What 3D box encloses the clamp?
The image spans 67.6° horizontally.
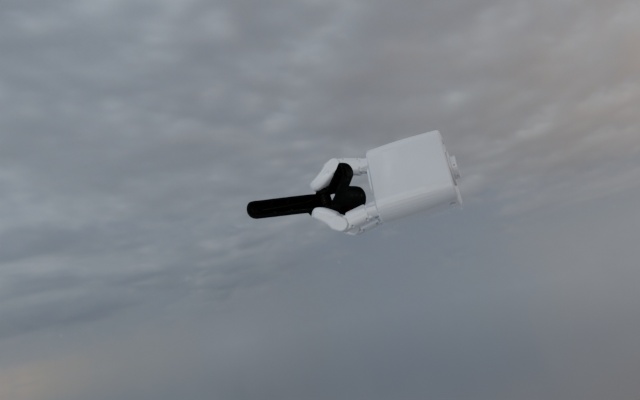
[{"bbox_3d":[0.000,0.002,0.716,0.164,0.036,0.210,-19,-16,18],"label":"clamp"}]
